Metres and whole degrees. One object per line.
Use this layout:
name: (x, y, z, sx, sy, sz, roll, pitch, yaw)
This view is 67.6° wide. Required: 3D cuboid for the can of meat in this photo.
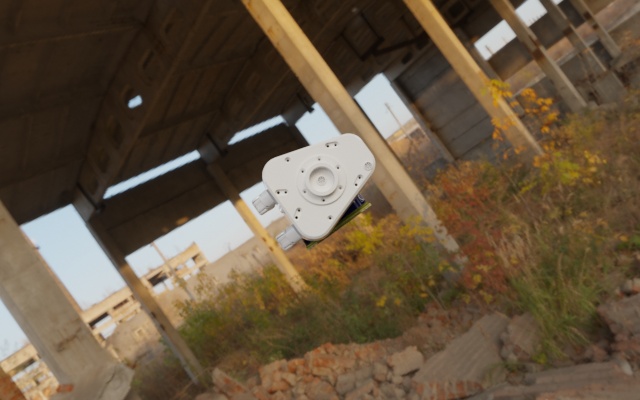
can of meat: (0.000, 0.002, 0.624, 0.102, 0.084, 0.057, -36, -1, 0)
